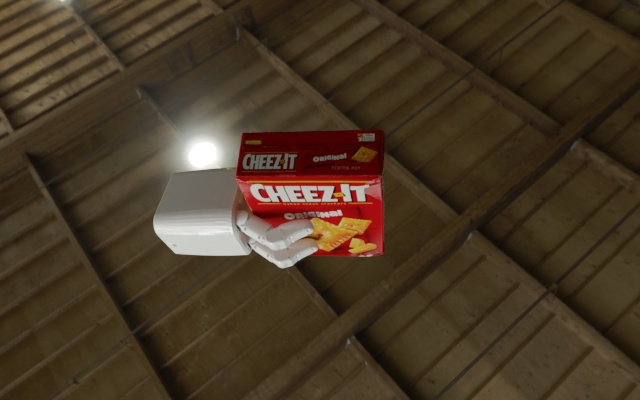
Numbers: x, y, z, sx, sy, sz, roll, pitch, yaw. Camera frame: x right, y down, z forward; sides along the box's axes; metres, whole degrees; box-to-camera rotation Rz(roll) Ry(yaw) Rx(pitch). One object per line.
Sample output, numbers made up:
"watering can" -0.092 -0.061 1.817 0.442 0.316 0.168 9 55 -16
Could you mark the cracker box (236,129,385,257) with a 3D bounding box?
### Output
"cracker box" 0.000 0.002 0.612 0.164 0.072 0.214 -1 -29 8
